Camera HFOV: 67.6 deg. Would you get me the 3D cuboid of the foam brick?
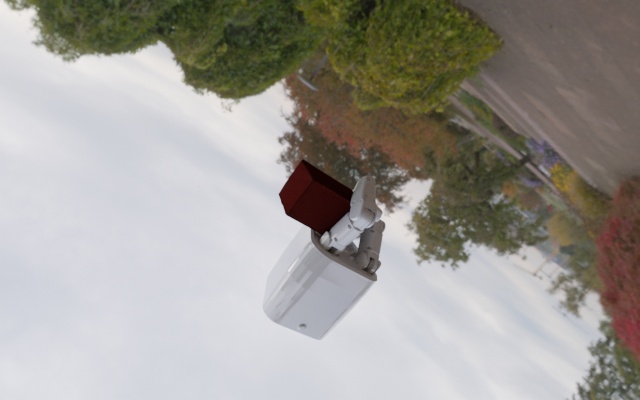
[{"bbox_3d":[0.000,0.002,0.538,0.078,0.051,0.053,31,17,-28],"label":"foam brick"}]
